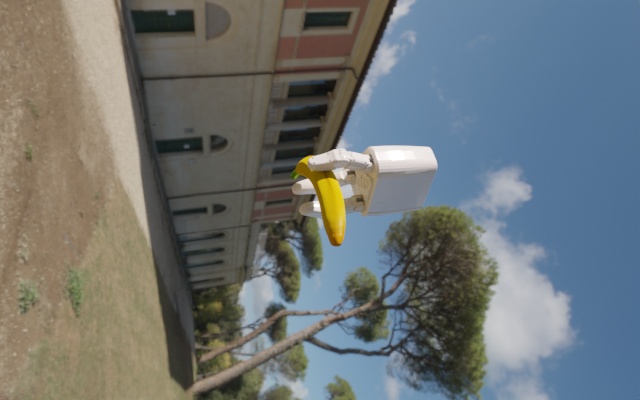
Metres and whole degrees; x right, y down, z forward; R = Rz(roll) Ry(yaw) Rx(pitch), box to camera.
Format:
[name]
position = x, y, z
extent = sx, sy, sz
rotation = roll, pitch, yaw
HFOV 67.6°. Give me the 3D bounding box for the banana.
[banana]
position = 0.002, -0.015, 0.714
extent = 0.037, 0.070, 0.197
rotation = -1, 33, -22
